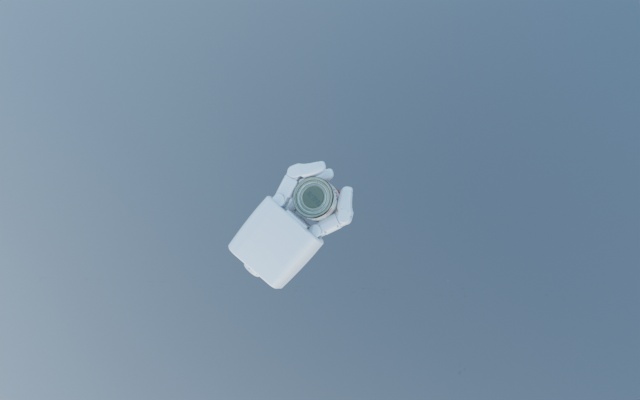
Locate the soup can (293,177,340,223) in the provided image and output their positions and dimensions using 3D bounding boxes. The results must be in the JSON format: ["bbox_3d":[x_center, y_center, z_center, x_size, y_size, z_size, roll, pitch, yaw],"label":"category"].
[{"bbox_3d":[0.000,0.002,0.784,0.068,0.068,0.102,0,-9,15],"label":"soup can"}]
